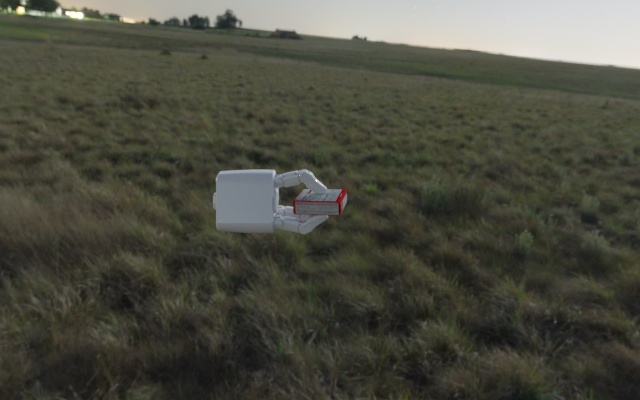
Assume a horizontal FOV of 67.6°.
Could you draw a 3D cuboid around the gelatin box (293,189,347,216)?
[{"bbox_3d":[0.000,0.002,0.889,0.089,0.030,0.073,1,19,13],"label":"gelatin box"}]
